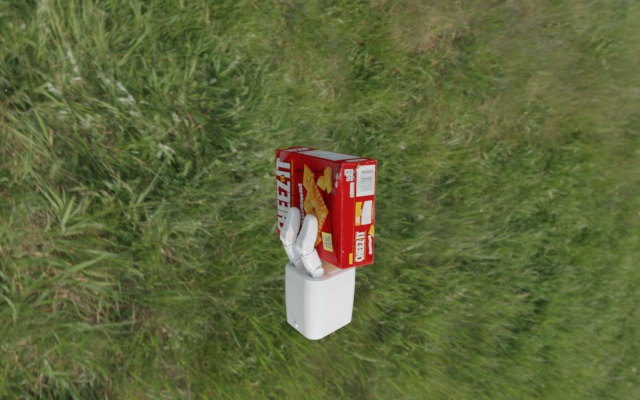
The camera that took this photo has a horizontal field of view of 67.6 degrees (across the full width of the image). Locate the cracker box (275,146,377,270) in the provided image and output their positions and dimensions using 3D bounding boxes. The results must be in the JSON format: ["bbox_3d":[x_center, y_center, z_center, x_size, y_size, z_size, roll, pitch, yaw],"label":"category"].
[{"bbox_3d":[0.000,0.003,0.791,0.072,0.164,0.213,-7,15,-32],"label":"cracker box"}]
